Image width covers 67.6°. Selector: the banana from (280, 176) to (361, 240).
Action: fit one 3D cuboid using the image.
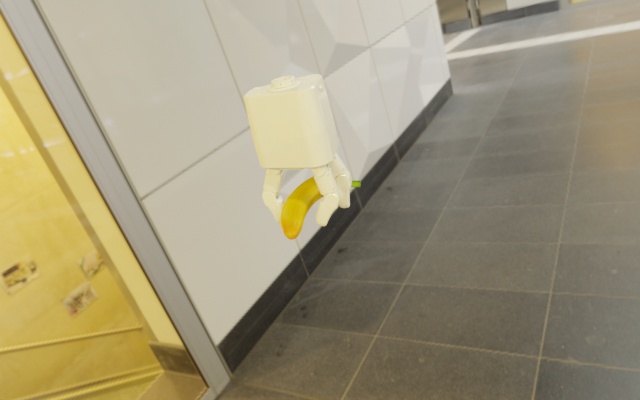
[{"bbox_3d":[-0.014,-0.002,0.739,0.069,0.037,0.197,12,33,32],"label":"banana"}]
